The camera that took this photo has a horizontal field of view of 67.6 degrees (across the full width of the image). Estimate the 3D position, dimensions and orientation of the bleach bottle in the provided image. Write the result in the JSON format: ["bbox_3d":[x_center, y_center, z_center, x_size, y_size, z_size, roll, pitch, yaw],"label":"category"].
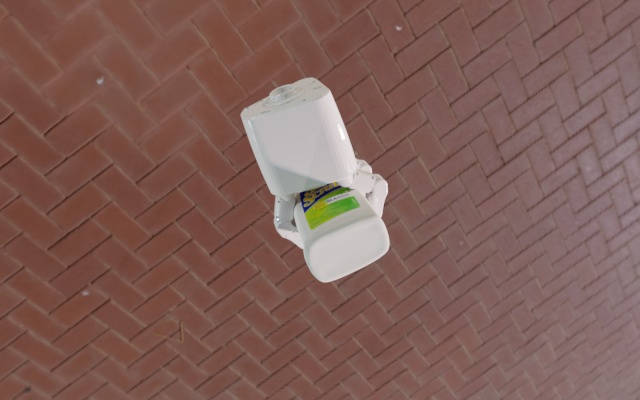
[{"bbox_3d":[0.000,0.002,0.643,0.102,0.068,0.250,-24,30,-5],"label":"bleach bottle"}]
